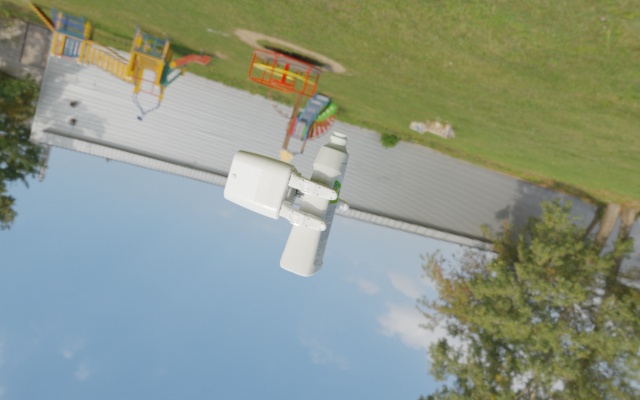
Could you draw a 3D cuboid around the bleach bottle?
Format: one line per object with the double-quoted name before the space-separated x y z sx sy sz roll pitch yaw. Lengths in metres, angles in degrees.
"bleach bottle" 0.000 0.003 0.845 0.068 0.251 0.102 19 9 12
